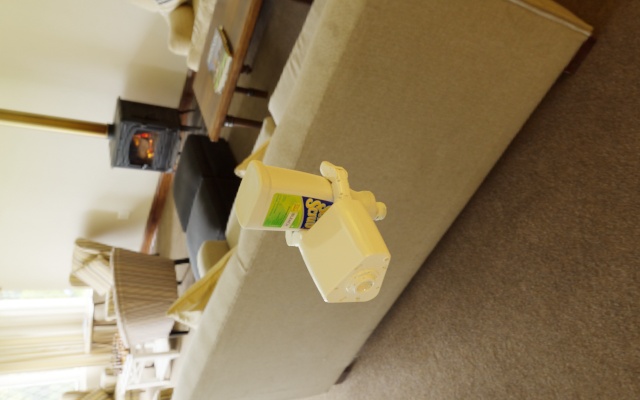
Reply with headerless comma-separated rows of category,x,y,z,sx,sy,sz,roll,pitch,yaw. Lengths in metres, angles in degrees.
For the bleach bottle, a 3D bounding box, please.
bleach bottle,0.000,0.003,0.749,0.251,0.103,0.068,5,38,-31
